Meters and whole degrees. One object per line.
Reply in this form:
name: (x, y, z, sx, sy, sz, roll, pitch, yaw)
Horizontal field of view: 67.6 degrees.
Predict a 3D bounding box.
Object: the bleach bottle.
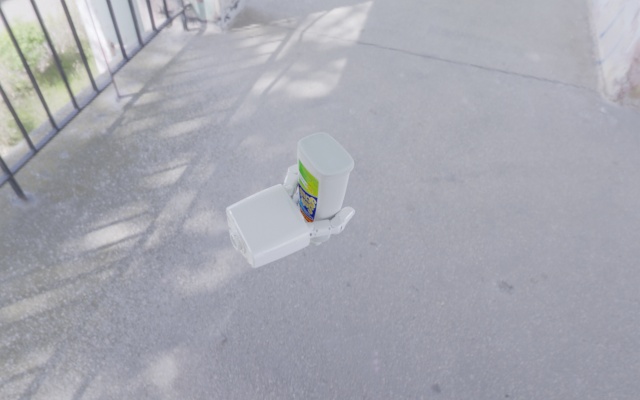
bleach bottle: (0.000, 0.003, 0.857, 0.068, 0.102, 0.251, -24, -35, -22)
